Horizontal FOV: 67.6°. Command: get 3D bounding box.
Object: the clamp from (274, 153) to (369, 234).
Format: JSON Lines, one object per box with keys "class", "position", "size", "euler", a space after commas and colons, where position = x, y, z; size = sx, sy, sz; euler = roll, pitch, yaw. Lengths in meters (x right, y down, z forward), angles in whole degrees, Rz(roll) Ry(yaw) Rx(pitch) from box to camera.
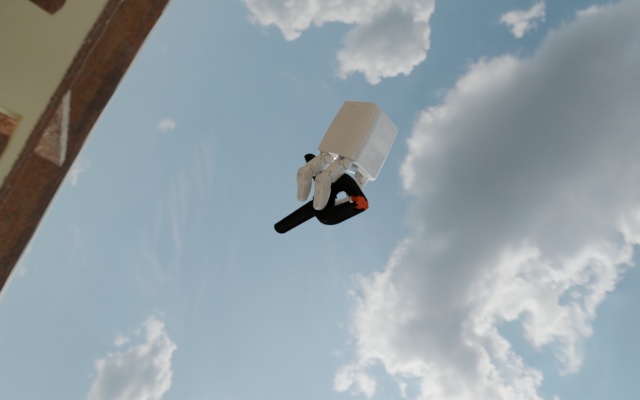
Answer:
{"class": "clamp", "position": [0.001, 0.003, 0.839], "size": [0.036, 0.164, 0.210], "euler": [29, -6, -36]}
